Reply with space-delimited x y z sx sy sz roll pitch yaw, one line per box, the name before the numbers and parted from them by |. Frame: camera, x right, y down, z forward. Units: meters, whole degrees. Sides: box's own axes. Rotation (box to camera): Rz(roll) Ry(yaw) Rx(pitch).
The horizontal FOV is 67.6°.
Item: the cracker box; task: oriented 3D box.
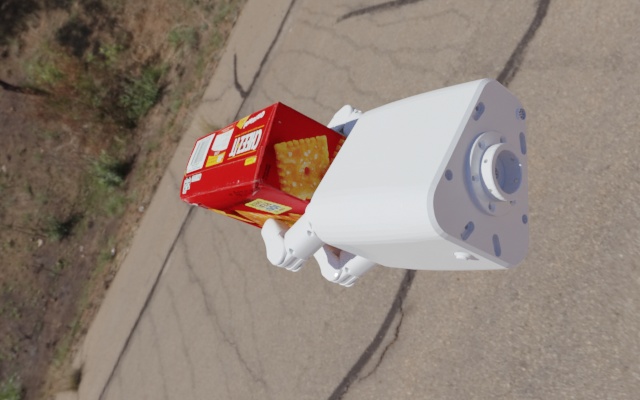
cracker box | 0.000 0.001 0.441 0.214 0.072 0.164 24 -17 -31
